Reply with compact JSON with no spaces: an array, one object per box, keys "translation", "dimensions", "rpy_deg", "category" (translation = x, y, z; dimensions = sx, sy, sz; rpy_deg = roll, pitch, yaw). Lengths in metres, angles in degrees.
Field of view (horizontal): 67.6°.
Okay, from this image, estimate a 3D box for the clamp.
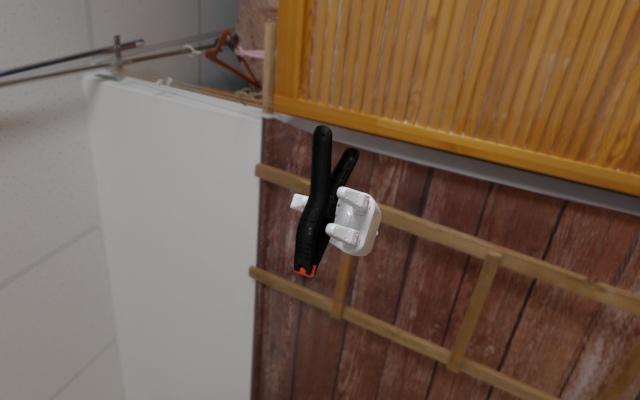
[{"translation":[-0.001,0.003,0.669],"dimensions":[0.036,0.210,0.164],"rpy_deg":[15,-7,20],"category":"clamp"}]
